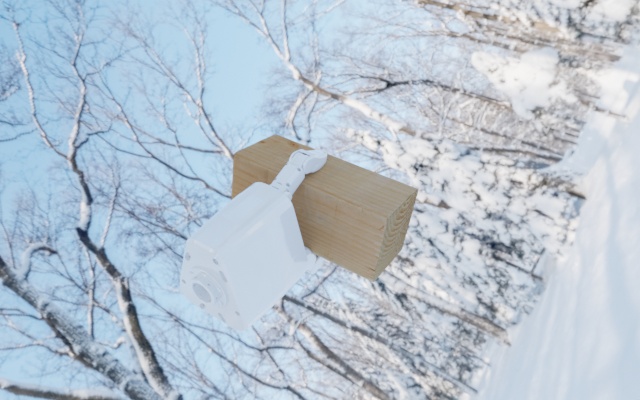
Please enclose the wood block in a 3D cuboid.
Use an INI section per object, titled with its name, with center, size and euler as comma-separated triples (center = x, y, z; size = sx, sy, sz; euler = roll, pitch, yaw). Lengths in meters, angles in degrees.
[wood block]
center = 0.000, 0.002, 0.583
size = 0.206, 0.091, 0.090
euler = 24, 33, 23
